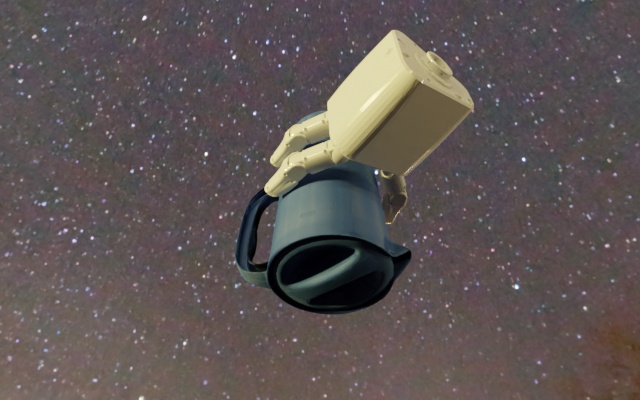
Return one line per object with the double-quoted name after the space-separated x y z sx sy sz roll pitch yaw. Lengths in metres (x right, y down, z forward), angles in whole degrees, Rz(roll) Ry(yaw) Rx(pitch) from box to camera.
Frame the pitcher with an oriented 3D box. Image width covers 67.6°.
0.000 0.002 0.570 0.149 0.242 0.145 25 -52 -23 "pitcher"
